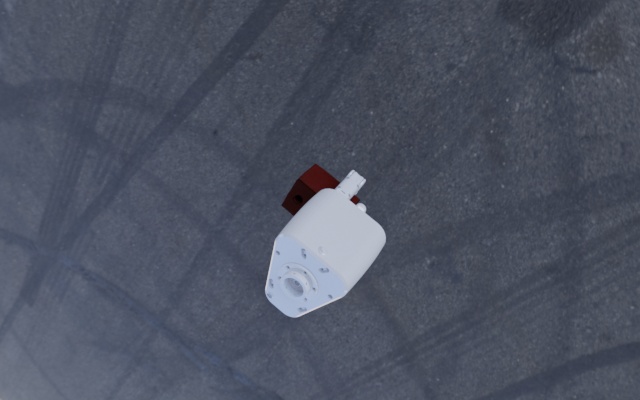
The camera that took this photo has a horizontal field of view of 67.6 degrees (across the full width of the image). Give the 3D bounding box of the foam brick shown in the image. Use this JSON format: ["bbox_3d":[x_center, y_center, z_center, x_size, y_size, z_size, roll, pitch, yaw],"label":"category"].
[{"bbox_3d":[0.000,0.002,0.612,0.078,0.053,0.051,39,39,5],"label":"foam brick"}]
